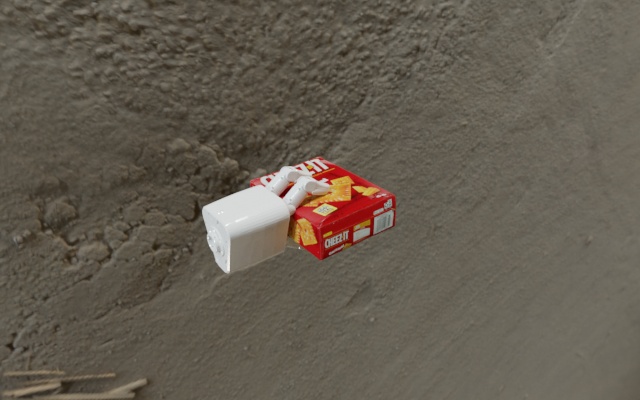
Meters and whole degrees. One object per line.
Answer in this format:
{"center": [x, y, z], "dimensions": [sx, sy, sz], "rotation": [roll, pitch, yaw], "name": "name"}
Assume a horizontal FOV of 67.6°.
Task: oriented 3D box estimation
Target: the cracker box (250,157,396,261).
{"center": [0.000, 0.003, 0.836], "dimensions": [0.164, 0.072, 0.213], "rotation": [-21, 35, -31], "name": "cracker box"}
